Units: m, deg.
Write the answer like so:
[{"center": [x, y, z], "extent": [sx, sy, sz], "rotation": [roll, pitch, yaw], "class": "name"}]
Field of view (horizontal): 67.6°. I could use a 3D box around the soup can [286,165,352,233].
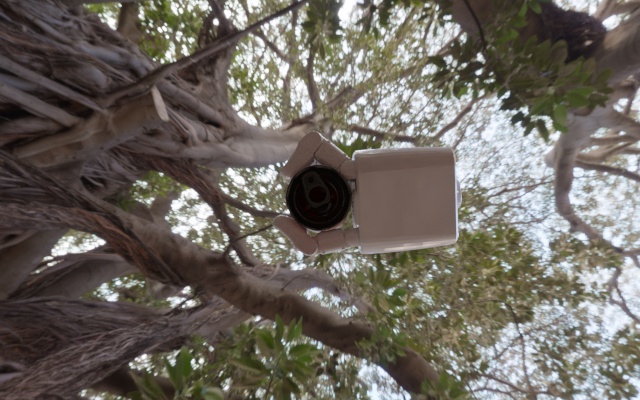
[{"center": [0.000, 0.002, 0.536], "extent": [0.068, 0.068, 0.102], "rotation": [0, -6, 2], "class": "soup can"}]
